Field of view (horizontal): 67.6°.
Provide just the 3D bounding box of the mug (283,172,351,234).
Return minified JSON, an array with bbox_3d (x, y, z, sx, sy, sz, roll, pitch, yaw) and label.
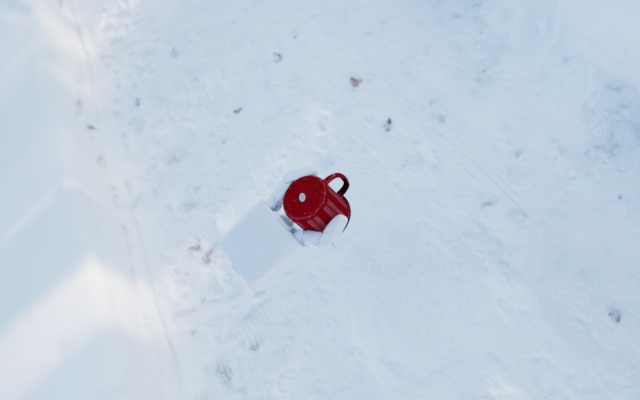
[{"bbox_3d":[0.001,0.001,0.775,0.093,0.117,0.081,47,2,38],"label":"mug"}]
